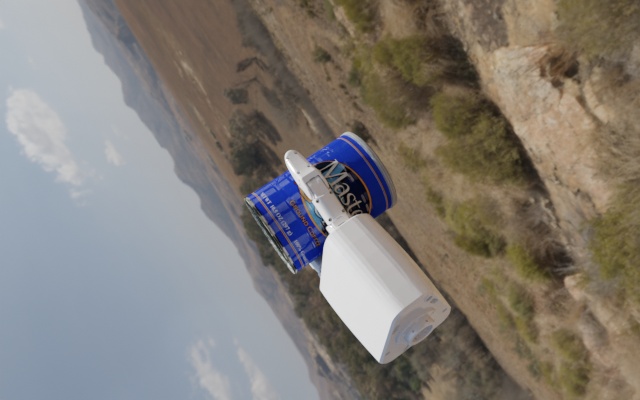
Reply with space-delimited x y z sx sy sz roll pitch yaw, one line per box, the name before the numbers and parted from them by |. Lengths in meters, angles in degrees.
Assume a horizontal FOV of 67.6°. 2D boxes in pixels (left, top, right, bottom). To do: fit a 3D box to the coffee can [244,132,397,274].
coffee can | 0.000 0.002 0.542 0.140 0.103 0.103 -34 7 -10
